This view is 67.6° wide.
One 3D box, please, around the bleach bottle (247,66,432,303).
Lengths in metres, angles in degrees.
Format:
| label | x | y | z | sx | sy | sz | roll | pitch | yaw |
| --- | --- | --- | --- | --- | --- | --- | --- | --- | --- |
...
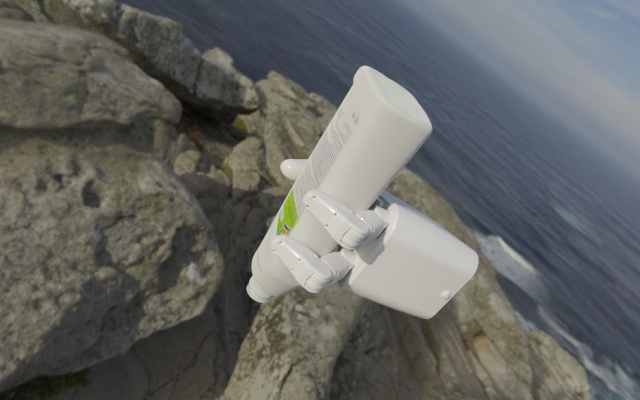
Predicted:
| label | x | y | z | sx | sy | sz | roll | pitch | yaw |
| --- | --- | --- | --- | --- | --- | --- | --- | --- | --- |
| bleach bottle | 0.000 | 0.002 | 0.462 | 0.068 | 0.251 | 0.102 | 27 | 27 | -20 |
